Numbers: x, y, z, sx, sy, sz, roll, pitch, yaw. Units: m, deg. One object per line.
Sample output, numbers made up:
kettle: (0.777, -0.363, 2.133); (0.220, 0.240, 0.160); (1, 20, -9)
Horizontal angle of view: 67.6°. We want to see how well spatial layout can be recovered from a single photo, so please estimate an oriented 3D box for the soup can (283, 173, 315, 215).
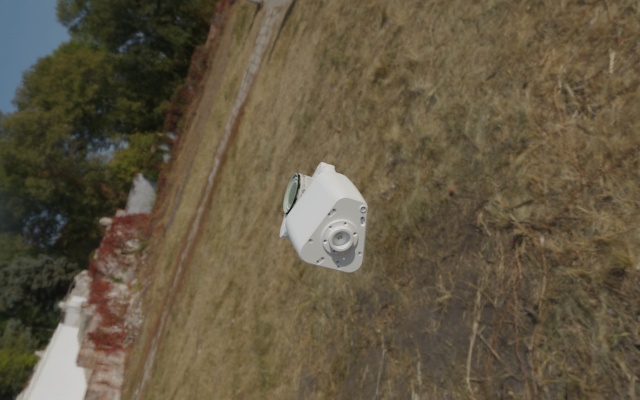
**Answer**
soup can: (0.000, 0.002, 0.749); (0.102, 0.068, 0.068); (16, -5, -17)
